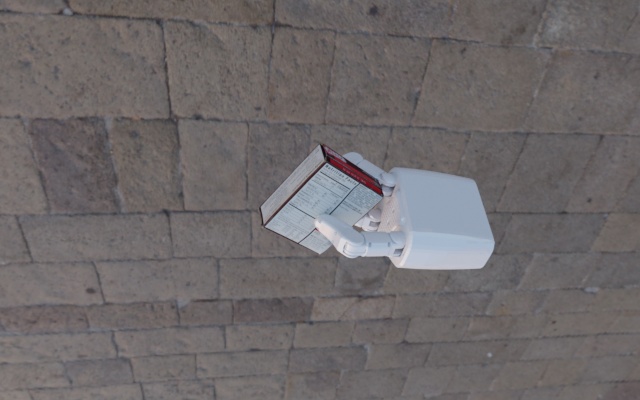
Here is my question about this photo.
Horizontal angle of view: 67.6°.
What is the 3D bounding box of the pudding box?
[{"bbox_3d":[0.000,0.002,0.533,0.090,0.113,0.039,30,27,-31],"label":"pudding box"}]
